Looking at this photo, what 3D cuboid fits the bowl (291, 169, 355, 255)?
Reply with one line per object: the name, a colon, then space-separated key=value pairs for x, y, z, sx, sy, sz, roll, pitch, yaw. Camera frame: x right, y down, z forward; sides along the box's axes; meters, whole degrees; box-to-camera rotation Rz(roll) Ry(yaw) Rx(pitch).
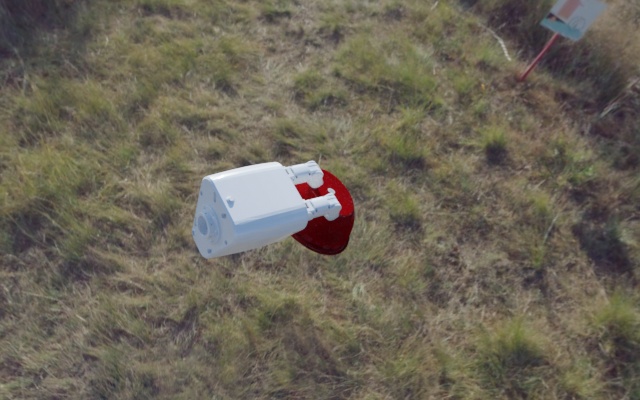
bowl: x=0.001 y=0.002 z=0.738 sx=0.055 sy=0.162 sz=0.162 roll=-43 pitch=-25 yaw=31
